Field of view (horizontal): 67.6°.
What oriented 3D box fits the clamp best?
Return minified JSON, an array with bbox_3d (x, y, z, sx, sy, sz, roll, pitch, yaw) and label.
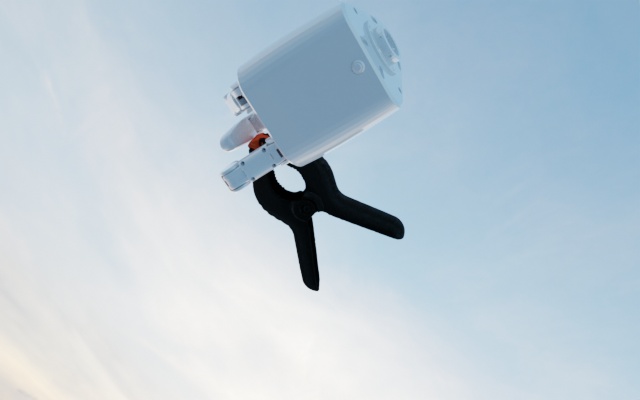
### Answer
[{"bbox_3d":[0.000,0.001,0.465,0.120,0.171,0.039,-28,19,10],"label":"clamp"}]
